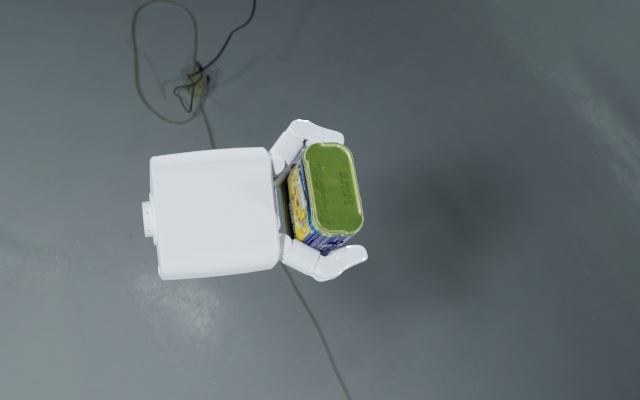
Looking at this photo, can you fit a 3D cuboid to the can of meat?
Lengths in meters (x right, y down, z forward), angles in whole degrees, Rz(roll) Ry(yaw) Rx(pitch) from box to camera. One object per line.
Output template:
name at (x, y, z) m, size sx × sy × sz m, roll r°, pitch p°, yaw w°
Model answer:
can of meat at (0.000, 0.002, 0.487) m, size 0.057 × 0.102 × 0.084 m, roll -2°, pitch -21°, yaw -20°
